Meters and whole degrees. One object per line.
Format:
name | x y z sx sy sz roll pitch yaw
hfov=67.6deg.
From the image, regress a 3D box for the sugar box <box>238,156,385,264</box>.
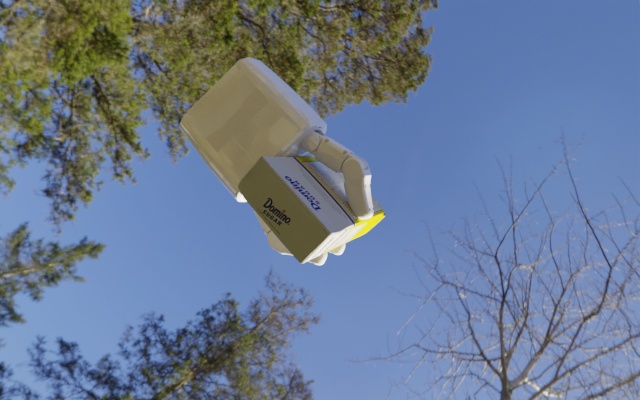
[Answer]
sugar box | 0.000 0.002 0.479 0.048 0.093 0.176 -47 -14 22
